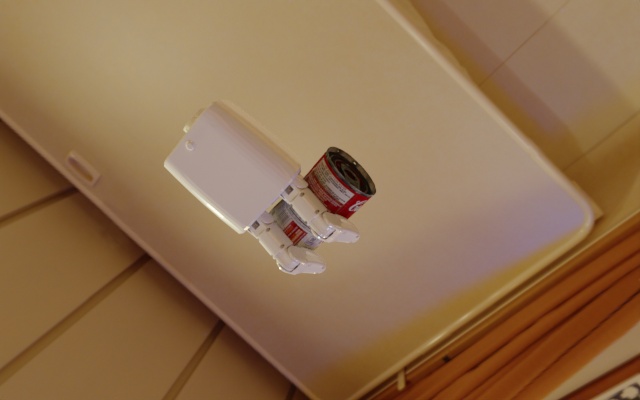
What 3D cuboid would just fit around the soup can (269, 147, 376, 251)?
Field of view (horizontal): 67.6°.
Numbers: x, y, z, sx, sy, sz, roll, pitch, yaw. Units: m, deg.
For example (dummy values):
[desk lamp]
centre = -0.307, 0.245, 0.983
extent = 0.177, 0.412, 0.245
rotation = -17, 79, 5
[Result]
[soup can]
centre = 0.000, 0.002, 0.512
extent = 0.102, 0.068, 0.068
rotation = -45, -22, 23
